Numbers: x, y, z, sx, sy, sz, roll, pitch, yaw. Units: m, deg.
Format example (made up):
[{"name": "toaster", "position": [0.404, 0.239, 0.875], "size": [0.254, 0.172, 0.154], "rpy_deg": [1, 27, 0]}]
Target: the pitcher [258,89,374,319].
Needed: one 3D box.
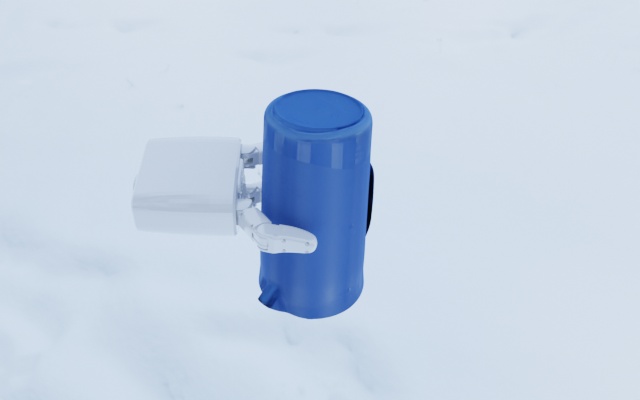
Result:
[{"name": "pitcher", "position": [0.000, 0.002, 0.543], "size": [0.145, 0.243, 0.149], "rpy_deg": [2, 37, -3]}]
